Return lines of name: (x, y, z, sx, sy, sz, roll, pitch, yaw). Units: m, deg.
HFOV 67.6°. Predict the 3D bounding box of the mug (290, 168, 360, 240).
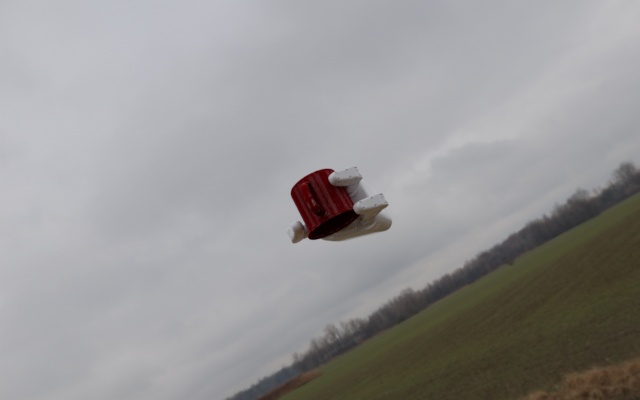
mug: (-0.001, 0.002, 0.734, 0.093, 0.081, 0.117, -33, -19, 15)
